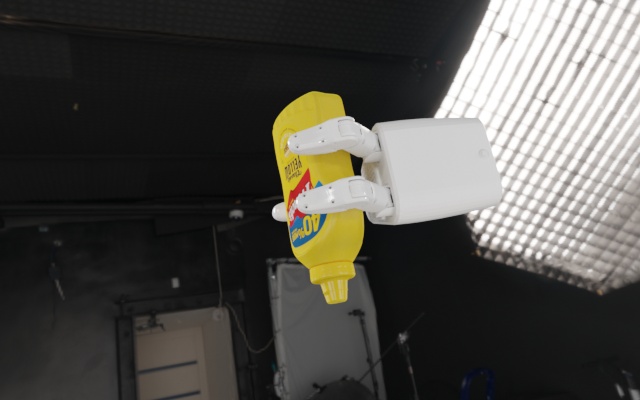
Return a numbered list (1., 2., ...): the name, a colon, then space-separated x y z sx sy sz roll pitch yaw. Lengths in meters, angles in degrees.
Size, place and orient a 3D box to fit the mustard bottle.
1. mustard bottle: 0.000 0.001 0.457 0.058 0.191 0.096 1 -20 -32
